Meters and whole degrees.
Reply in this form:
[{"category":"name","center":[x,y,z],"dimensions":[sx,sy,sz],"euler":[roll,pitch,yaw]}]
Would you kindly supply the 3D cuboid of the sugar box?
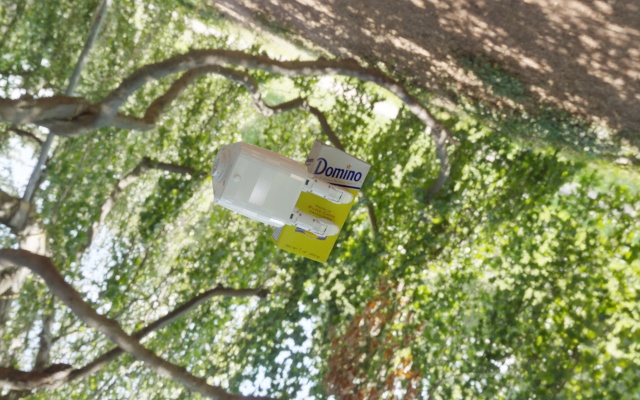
[{"category":"sugar box","center":[0.000,0.003,0.756],"dimensions":[0.093,0.176,0.048],"euler":[21,9,-24]}]
